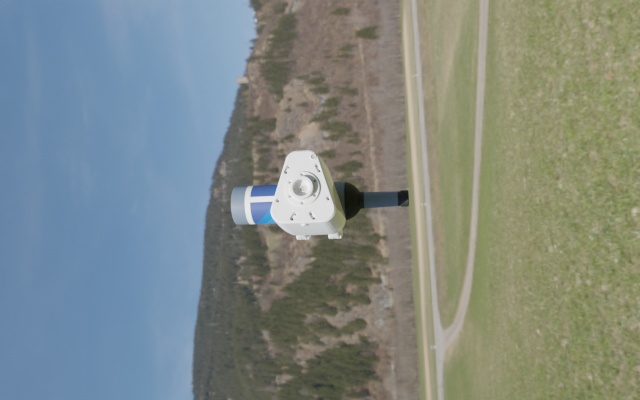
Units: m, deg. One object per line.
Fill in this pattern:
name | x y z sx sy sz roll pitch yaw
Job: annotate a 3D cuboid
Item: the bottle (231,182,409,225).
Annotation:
bottle | 0.000 0.003 0.811 0.296 0.069 0.069 -2 0 8
